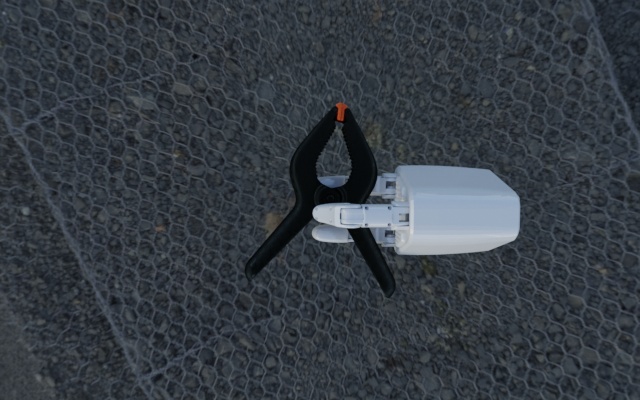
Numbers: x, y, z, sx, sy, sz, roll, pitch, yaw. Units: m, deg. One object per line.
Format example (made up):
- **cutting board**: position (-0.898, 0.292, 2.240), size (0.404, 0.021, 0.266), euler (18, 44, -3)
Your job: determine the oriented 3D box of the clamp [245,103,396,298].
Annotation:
- **clamp**: position (0.000, 0.001, 0.516), size (0.164, 0.210, 0.036), euler (0, 3, -1)
